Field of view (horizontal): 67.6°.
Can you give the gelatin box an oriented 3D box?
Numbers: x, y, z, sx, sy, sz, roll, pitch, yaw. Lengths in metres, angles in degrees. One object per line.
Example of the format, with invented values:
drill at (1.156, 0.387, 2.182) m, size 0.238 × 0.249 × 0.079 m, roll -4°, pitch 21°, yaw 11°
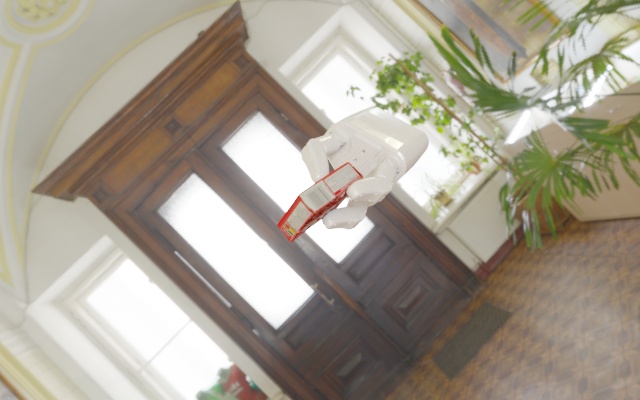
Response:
gelatin box at (0.000, 0.002, 0.547) m, size 0.089 × 0.030 × 0.073 m, roll -35°, pitch -10°, yaw -38°
